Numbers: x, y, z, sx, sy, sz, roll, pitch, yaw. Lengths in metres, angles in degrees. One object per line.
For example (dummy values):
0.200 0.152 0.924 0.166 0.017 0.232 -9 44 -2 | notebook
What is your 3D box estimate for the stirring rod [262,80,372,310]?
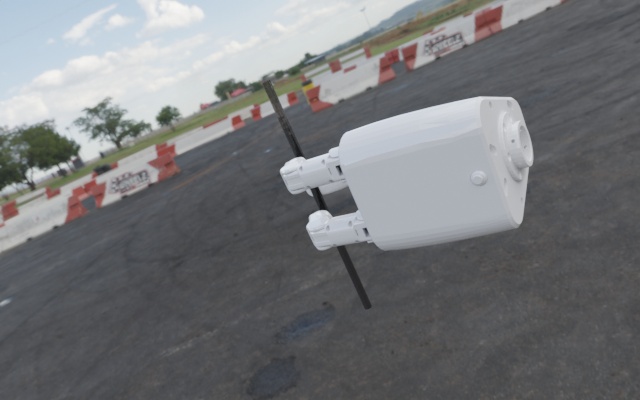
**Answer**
0.000 0.002 0.449 0.011 0.239 0.011 -23 15 6 | stirring rod
